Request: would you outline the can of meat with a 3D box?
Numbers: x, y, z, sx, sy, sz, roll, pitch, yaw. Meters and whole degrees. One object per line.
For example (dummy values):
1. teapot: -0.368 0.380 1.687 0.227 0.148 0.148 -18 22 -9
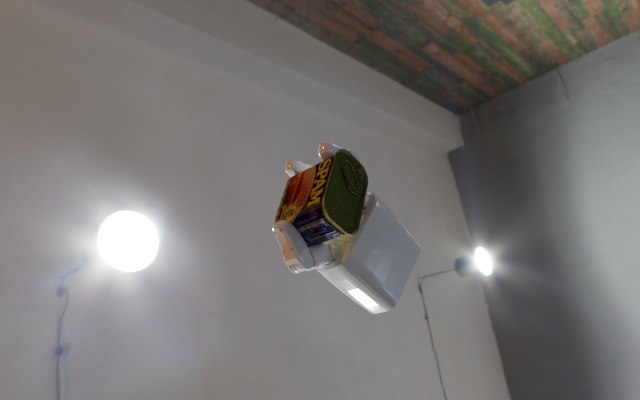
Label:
1. can of meat: 0.000 0.002 0.545 0.084 0.102 0.057 -23 -53 38
